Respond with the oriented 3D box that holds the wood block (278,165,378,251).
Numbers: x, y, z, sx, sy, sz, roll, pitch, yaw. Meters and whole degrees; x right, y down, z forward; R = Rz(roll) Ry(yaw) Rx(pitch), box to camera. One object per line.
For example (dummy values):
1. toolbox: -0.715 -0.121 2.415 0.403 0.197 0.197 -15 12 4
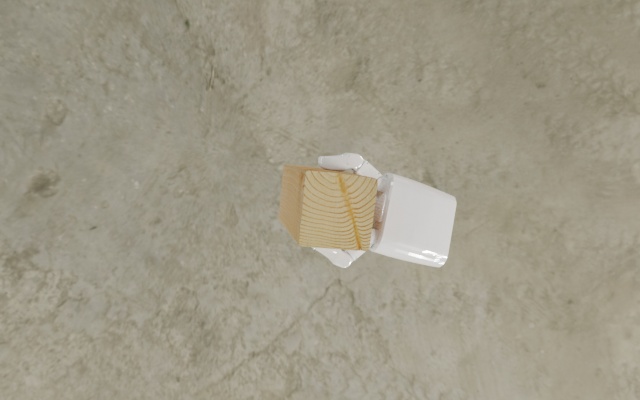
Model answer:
1. wood block: 0.001 0.002 0.657 0.090 0.091 0.206 6 5 -12
